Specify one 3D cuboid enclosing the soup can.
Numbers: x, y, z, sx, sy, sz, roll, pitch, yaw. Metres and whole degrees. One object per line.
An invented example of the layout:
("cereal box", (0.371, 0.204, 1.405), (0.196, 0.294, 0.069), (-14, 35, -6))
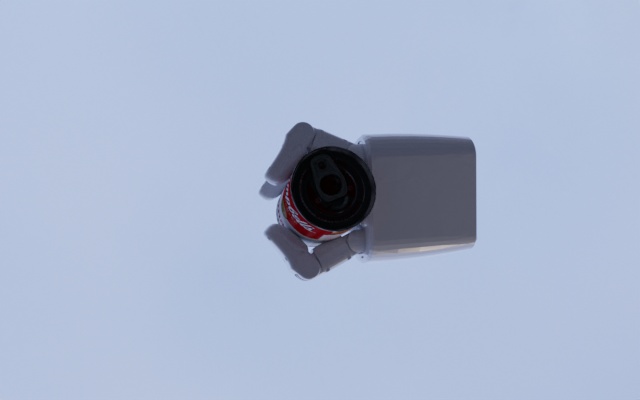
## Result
("soup can", (0.000, 0.002, 0.414), (0.068, 0.068, 0.102), (0, -13, -12))
